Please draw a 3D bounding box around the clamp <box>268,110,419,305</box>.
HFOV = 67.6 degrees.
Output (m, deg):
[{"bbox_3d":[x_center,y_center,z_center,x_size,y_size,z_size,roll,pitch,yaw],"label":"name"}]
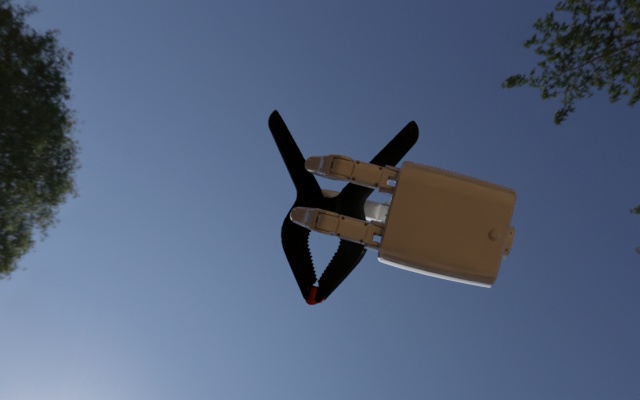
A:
[{"bbox_3d":[0.000,0.002,0.508,0.164,0.210,0.036,14,-4,16],"label":"clamp"}]
